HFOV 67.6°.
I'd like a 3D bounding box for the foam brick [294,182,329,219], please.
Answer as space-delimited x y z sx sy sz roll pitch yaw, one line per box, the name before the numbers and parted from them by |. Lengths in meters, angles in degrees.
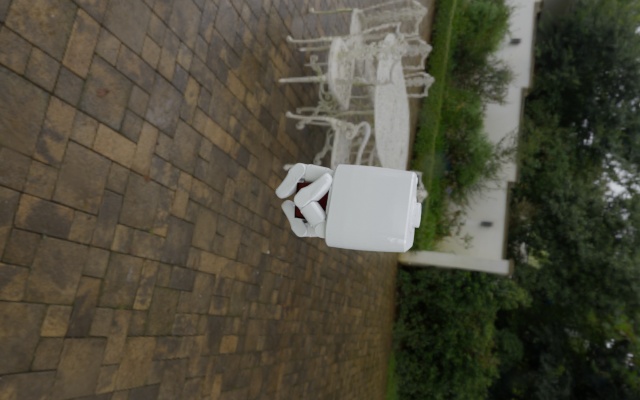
foam brick | 0.000 0.002 0.693 0.051 0.053 0.078 5 2 17
